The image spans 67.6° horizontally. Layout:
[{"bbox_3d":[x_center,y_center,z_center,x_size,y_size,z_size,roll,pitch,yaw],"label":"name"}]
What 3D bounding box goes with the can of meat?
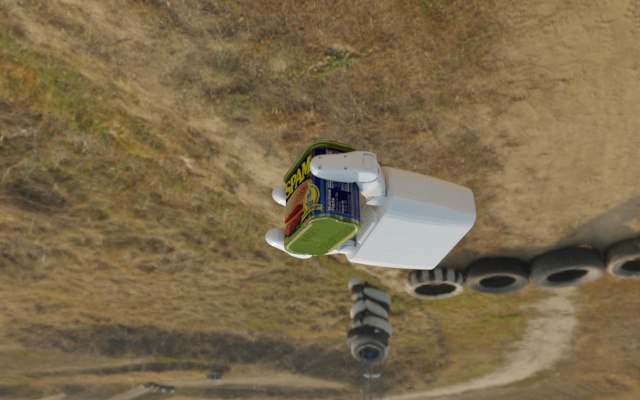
[{"bbox_3d":[0.000,0.002,0.483,0.057,0.084,0.102,11,-29,-22],"label":"can of meat"}]
